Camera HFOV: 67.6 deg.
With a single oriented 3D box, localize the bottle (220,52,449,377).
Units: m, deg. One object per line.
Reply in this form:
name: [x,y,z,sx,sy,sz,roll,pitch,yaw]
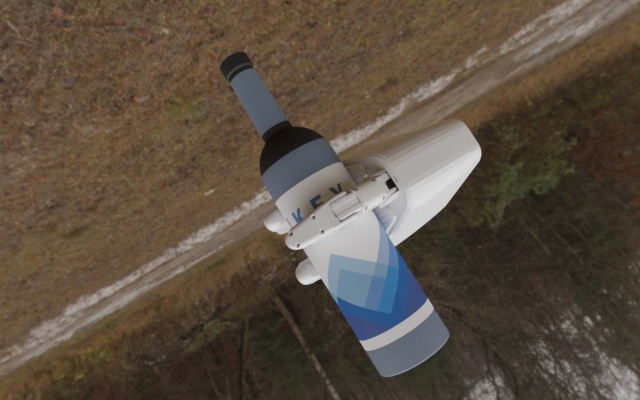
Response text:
bottle: [0.000,0.002,0.407,0.069,0.295,0.069,-32,-6,-3]
